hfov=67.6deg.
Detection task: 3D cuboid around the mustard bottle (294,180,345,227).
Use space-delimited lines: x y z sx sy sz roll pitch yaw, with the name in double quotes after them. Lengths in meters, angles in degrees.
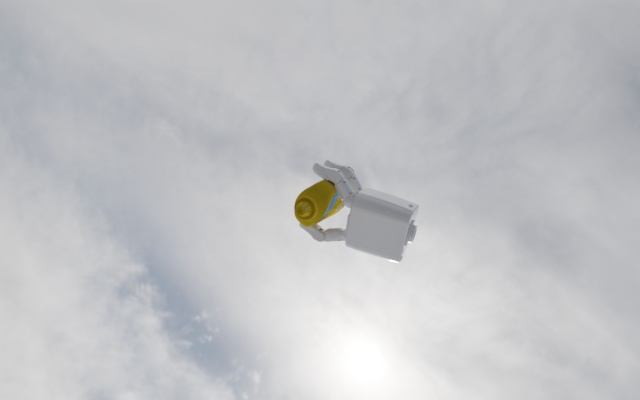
0.000 0.003 0.882 0.058 0.096 0.191 41 21 10 "mustard bottle"
